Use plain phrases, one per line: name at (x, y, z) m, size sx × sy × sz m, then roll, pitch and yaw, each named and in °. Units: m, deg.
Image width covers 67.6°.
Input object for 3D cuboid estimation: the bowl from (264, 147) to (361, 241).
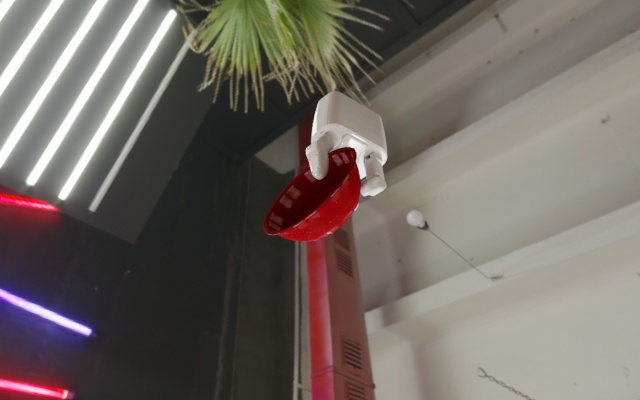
bowl at (0.000, 0.003, 0.644) m, size 0.055 × 0.162 × 0.162 m, roll 47°, pitch -20°, yaw -20°
